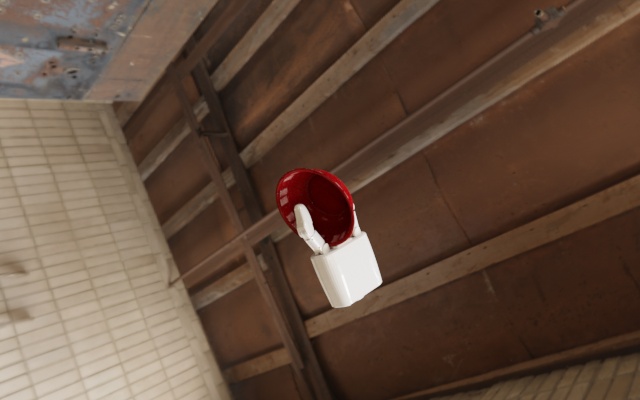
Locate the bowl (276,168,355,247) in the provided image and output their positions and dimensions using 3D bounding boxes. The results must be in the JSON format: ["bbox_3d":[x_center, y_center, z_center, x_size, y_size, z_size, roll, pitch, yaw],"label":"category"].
[{"bbox_3d":[0.000,0.001,0.864,0.162,0.162,0.055,0,30,34],"label":"bowl"}]
